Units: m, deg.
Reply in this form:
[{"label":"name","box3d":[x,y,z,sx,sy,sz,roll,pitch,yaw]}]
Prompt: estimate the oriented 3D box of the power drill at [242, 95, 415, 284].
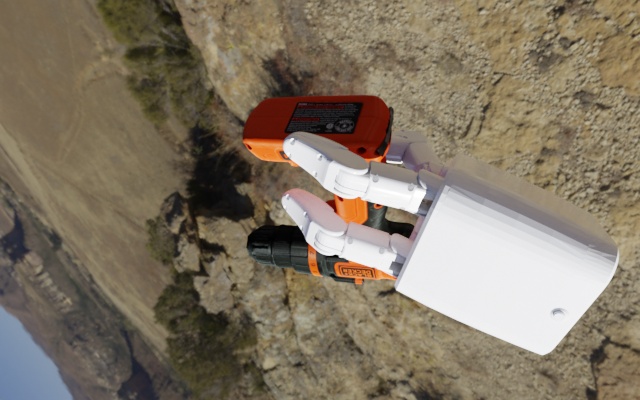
[{"label":"power drill","box3d":[0.000,0.001,0.407,0.184,0.057,0.188,1,-40,17]}]
